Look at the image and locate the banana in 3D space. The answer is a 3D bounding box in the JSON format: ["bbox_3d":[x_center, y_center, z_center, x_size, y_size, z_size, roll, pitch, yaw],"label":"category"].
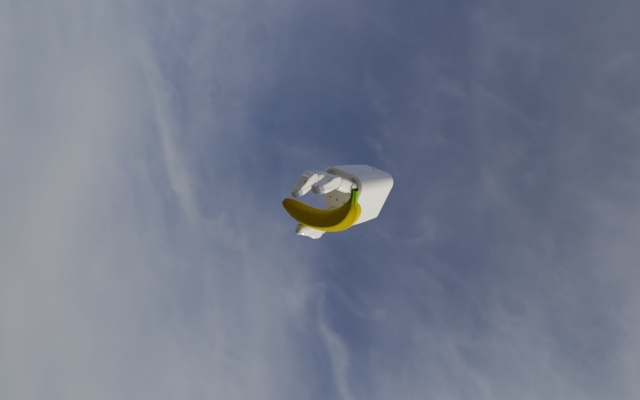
[{"bbox_3d":[0.006,0.021,0.823,0.037,0.069,0.198,-13,3,-42],"label":"banana"}]
